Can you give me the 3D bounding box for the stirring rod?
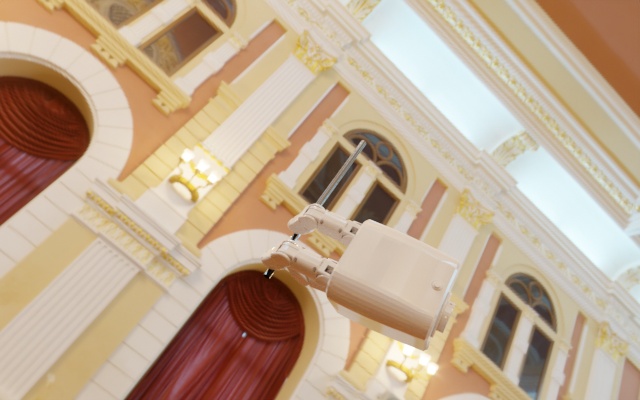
[{"bbox_3d":[0.000,0.002,0.589,0.011,0.011,0.239,0,43,42],"label":"stirring rod"}]
